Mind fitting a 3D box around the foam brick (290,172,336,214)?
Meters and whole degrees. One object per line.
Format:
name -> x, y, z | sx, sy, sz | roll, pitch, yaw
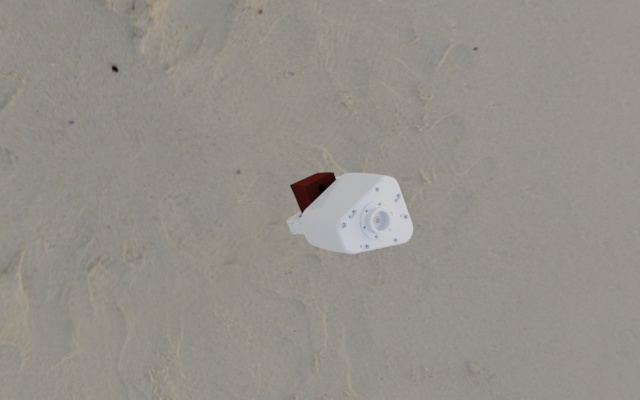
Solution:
foam brick -> 0.000, 0.002, 0.705 | 0.053, 0.078, 0.051 | -28, 14, -24
